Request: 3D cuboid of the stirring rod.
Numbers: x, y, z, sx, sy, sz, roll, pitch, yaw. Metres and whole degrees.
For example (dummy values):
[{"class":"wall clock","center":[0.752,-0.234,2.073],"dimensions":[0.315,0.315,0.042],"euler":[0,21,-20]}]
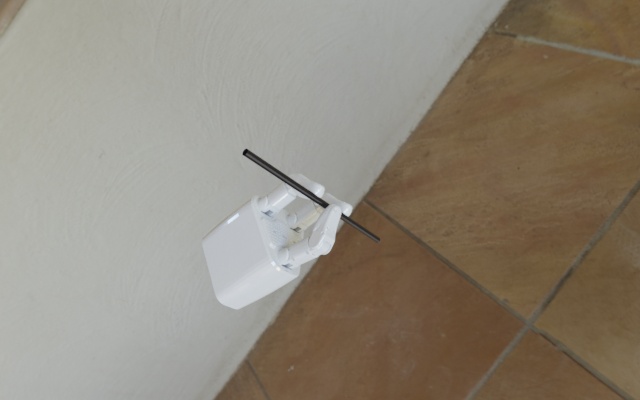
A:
[{"class":"stirring rod","center":[0.000,0.002,0.562],"dimensions":[0.011,0.011,0.240],"euler":[0,-25,45]}]
